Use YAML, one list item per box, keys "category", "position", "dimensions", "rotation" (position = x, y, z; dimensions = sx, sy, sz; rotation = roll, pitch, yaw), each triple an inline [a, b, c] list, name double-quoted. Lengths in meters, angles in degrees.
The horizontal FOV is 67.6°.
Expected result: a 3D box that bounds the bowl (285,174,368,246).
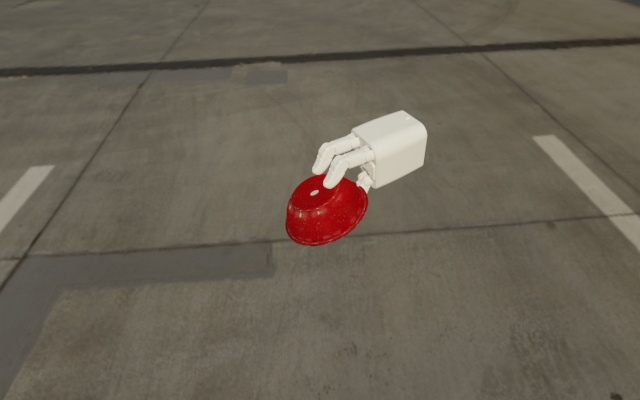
- category: "bowl"
  position: [-0.001, 0.003, 0.847]
  dimensions: [0.162, 0.162, 0.055]
  rotation: [0, -43, 32]
